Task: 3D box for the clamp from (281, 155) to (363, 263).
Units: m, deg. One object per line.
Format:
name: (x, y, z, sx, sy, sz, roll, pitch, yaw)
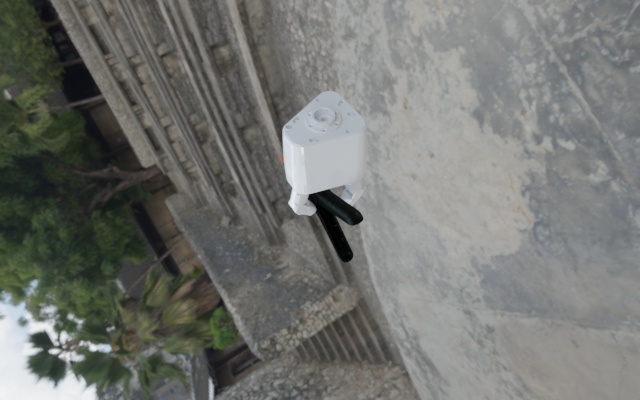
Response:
clamp: (-0.001, 0.002, 0.801, 0.036, 0.210, 0.165, -29, -30, -18)
